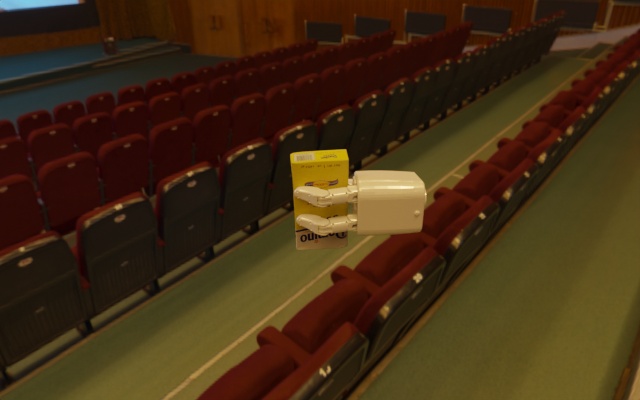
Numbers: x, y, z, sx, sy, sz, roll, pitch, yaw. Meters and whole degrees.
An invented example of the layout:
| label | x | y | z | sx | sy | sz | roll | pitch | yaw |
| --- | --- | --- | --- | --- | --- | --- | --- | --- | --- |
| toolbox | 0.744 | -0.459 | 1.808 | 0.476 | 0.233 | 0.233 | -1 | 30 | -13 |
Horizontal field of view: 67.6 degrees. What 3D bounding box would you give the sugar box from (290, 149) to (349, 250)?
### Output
| label | x | y | z | sx | sy | sz | roll | pitch | yaw |
| --- | --- | --- | --- | --- | --- | --- | --- | --- | --- |
| sugar box | 0.000 | 0.003 | 0.808 | 0.093 | 0.176 | 0.048 | -3 | 30 | -2 |
